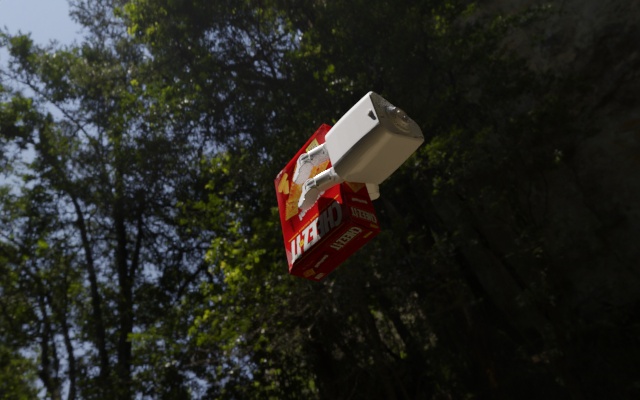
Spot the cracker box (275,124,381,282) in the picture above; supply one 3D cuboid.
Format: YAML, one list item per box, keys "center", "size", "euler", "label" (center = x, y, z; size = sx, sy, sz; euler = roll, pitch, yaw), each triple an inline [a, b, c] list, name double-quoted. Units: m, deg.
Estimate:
- center: [0.000, 0.003, 0.814]
  size: [0.072, 0.213, 0.164]
  euler: [18, -47, -34]
  label: "cracker box"
